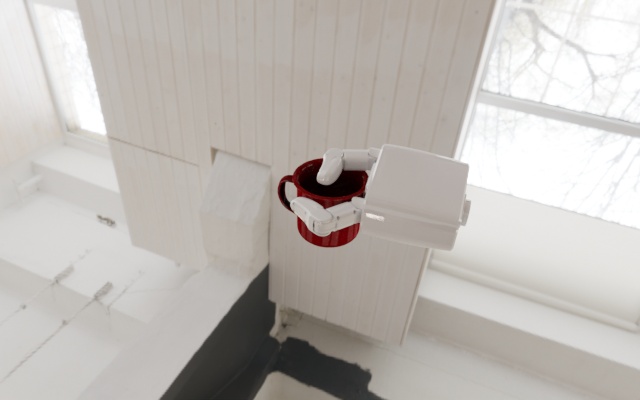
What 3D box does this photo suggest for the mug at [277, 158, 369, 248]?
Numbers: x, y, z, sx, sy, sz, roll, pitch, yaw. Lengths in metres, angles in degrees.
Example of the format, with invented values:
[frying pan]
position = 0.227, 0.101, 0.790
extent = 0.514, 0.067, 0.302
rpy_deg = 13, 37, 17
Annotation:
[mug]
position = -0.001, 0.002, 0.601
extent = 0.117, 0.082, 0.093
rpy_deg = 13, 37, 14
